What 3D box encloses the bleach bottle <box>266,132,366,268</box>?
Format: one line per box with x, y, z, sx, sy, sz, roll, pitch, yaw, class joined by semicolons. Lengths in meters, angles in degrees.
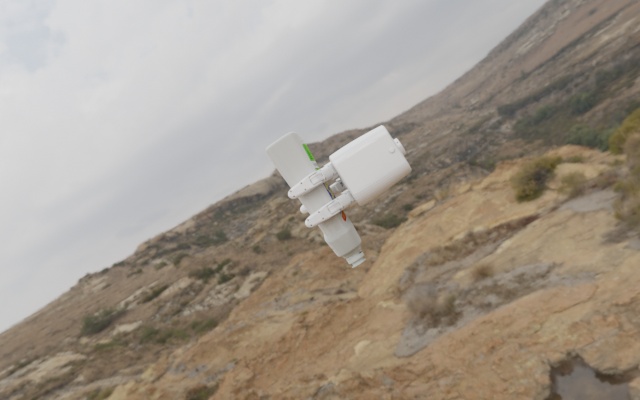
0.000;0.003;0.835;0.068;0.251;0.102;-33;-2;6;bleach bottle
